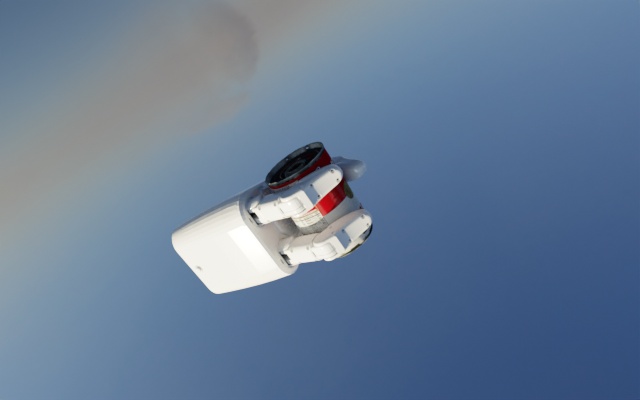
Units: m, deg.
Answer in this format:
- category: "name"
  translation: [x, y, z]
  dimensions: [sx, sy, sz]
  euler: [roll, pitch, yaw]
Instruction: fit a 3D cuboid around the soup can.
- category: "soup can"
  translation: [0.001, 0.002, 0.484]
  dimensions: [0.068, 0.102, 0.068]
  euler: [-29, 22, 13]
